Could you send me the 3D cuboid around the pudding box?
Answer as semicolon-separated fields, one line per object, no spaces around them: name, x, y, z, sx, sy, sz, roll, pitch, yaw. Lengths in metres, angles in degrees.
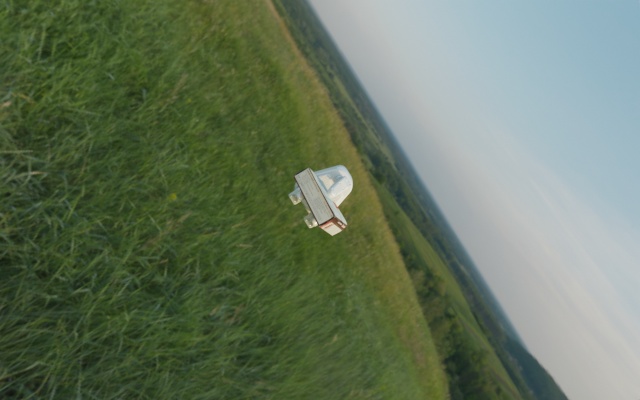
pudding box;0.000;0.003;0.883;0.039;0.113;0.090;-33;-22;8
